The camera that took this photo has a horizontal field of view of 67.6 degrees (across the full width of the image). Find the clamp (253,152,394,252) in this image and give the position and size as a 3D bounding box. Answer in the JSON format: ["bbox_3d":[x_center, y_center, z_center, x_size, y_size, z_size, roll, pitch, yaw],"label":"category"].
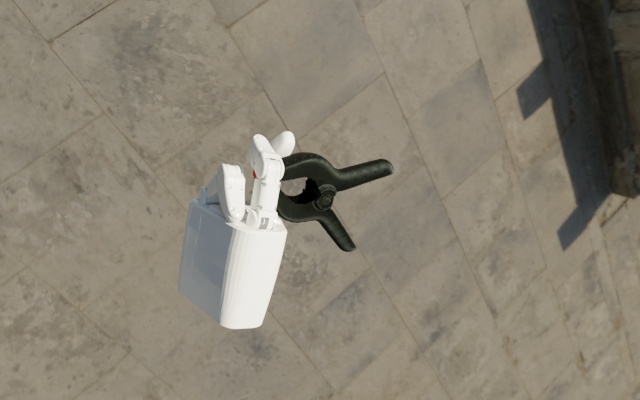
[{"bbox_3d":[0.000,0.002,0.534,0.171,0.120,0.039,6,14,-32],"label":"clamp"}]
